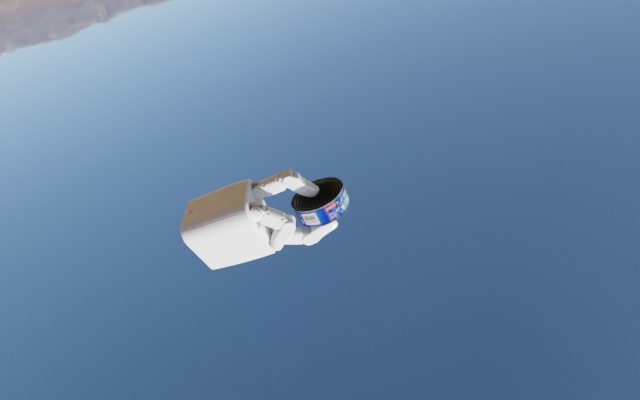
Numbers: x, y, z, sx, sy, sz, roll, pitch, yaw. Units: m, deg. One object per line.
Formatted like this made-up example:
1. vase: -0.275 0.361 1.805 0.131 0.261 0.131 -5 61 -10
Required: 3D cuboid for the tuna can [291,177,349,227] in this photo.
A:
1. tuna can: 0.000 0.003 0.731 0.086 0.034 0.086 -19 30 12
